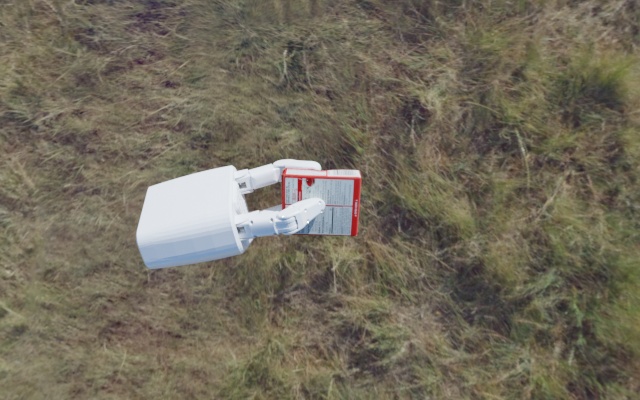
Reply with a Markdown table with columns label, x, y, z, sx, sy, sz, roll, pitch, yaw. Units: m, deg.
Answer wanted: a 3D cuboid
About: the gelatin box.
| label | x | y | z | sx | sy | sz | roll | pitch | yaw |
| --- | --- | --- | --- | --- | --- | --- | --- | --- | --- |
| gelatin box | 0.000 | 0.002 | 0.547 | 0.089 | 0.073 | 0.030 | 2 | 22 | 0 |
